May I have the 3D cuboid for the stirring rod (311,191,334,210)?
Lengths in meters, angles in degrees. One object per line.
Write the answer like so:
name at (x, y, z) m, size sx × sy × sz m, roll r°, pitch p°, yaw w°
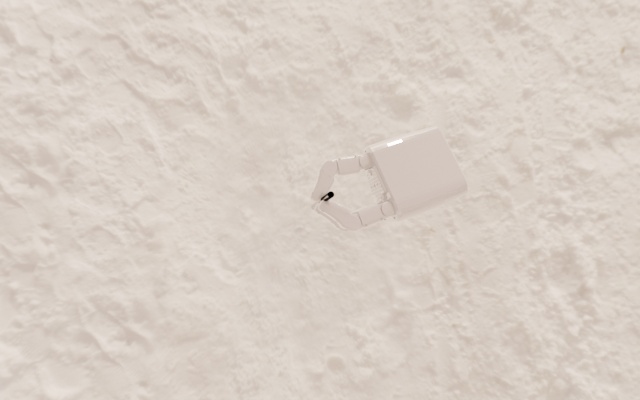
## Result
stirring rod at (0.000, 0.002, 0.681) m, size 0.011 × 0.011 × 0.239 m, roll 0°, pitch -4°, yaw -6°
